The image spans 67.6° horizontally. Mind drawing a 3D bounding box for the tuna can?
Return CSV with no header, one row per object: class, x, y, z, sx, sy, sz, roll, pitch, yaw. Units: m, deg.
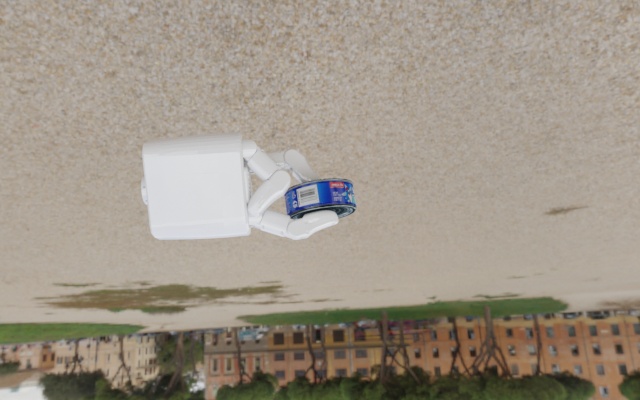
tuna can,0.000,0.002,0.578,0.086,0.033,0.086,-8,-14,-2
